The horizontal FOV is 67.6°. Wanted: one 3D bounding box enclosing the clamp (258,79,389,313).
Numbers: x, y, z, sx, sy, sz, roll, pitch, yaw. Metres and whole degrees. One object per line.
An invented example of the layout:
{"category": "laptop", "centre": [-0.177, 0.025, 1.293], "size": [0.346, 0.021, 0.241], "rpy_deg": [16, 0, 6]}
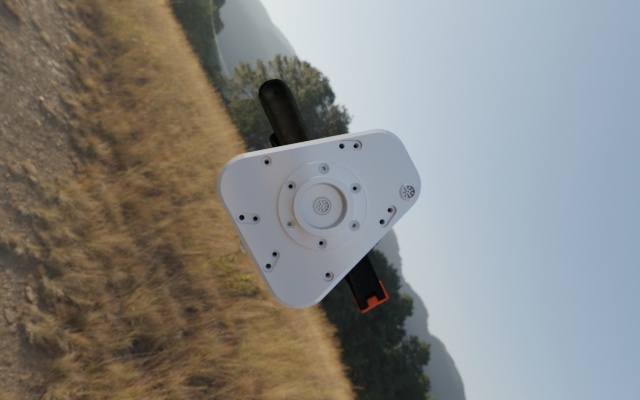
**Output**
{"category": "clamp", "centre": [0.001, 0.002, 0.445], "size": [0.036, 0.210, 0.164], "rpy_deg": [-27, 3, -4]}
